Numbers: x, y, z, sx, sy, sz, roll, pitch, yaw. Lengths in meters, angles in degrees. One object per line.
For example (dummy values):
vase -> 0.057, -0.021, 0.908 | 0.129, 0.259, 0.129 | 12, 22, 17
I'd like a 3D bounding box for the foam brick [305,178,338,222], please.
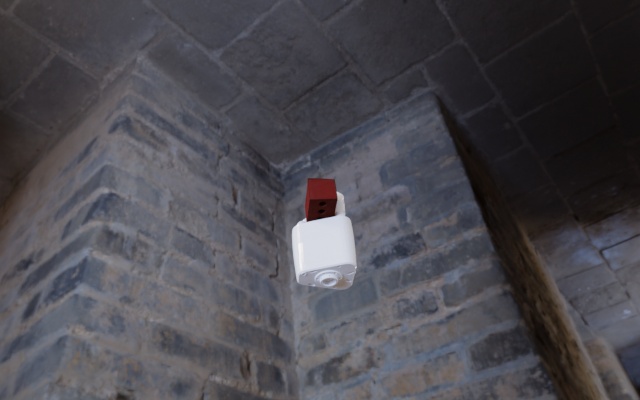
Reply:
foam brick -> 0.000, 0.003, 0.898 | 0.053, 0.051, 0.078 | 0, -41, -7
